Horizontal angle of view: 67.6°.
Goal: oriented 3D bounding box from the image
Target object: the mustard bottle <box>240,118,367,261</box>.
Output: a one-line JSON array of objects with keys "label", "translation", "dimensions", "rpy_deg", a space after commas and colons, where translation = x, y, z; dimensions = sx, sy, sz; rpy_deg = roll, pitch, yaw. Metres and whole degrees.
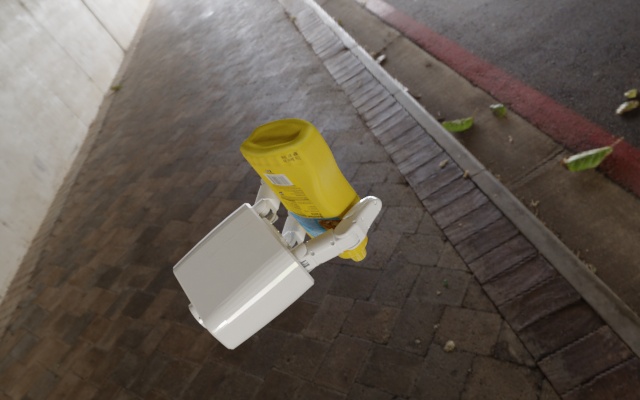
[{"label": "mustard bottle", "translation": [0.000, 0.001, 0.515], "dimensions": [0.096, 0.058, 0.192], "rpy_deg": [5, -40, 44]}]
